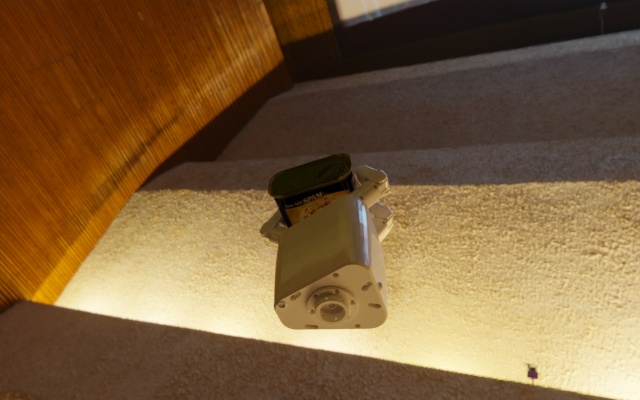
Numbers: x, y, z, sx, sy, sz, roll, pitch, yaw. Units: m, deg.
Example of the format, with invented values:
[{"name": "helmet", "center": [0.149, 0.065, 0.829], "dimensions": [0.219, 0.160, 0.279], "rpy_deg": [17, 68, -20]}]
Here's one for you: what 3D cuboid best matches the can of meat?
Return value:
[{"name": "can of meat", "center": [0.000, 0.002, 0.574], "dimensions": [0.102, 0.084, 0.057], "rpy_deg": [-17, 32, 8]}]
